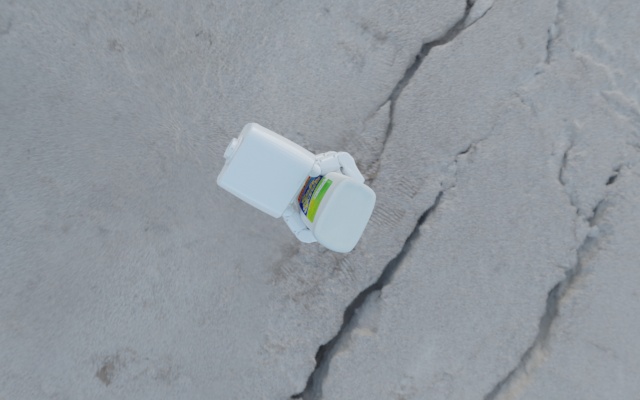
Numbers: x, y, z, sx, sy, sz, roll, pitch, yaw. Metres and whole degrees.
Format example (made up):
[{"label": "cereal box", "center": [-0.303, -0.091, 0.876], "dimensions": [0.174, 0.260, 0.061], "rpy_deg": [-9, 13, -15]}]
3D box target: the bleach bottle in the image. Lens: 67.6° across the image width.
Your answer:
[{"label": "bleach bottle", "center": [0.000, 0.002, 0.749], "dimensions": [0.068, 0.102, 0.251], "rpy_deg": [27, -1, -18]}]
